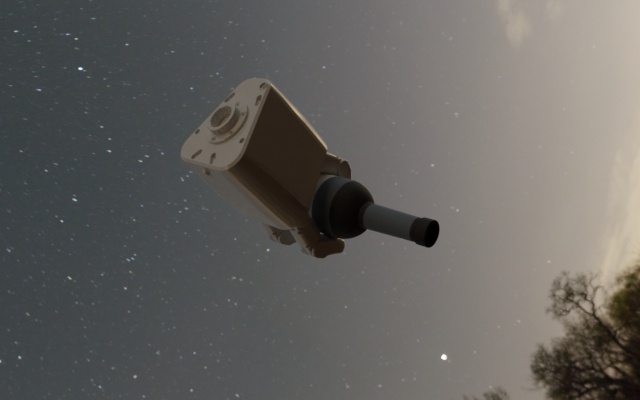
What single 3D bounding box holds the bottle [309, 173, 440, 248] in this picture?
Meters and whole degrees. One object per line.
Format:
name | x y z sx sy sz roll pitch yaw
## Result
bottle | 0.000 0.002 0.549 0.295 0.069 0.069 16 11 42
